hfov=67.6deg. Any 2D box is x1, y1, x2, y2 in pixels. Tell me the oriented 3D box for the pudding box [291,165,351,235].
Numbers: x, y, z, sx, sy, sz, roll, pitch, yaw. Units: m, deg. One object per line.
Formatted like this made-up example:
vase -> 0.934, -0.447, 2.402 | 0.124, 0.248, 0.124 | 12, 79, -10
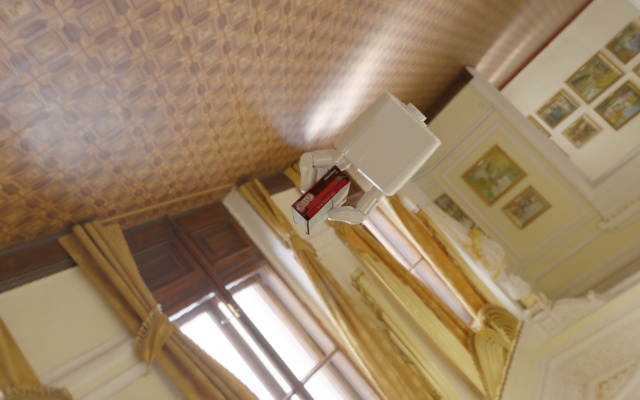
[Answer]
pudding box -> 0.000, 0.002, 0.731 | 0.090, 0.039, 0.113 | -42, -12, -11
